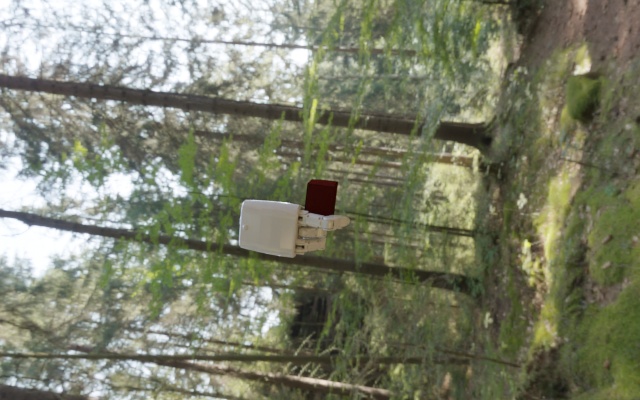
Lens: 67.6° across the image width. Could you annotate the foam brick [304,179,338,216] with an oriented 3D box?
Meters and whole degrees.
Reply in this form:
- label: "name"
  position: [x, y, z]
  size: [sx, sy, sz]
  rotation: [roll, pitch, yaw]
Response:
- label: "foam brick"
  position: [0.000, 0.003, 0.889]
  size: [0.051, 0.078, 0.053]
  rotation: [9, 13, 9]
